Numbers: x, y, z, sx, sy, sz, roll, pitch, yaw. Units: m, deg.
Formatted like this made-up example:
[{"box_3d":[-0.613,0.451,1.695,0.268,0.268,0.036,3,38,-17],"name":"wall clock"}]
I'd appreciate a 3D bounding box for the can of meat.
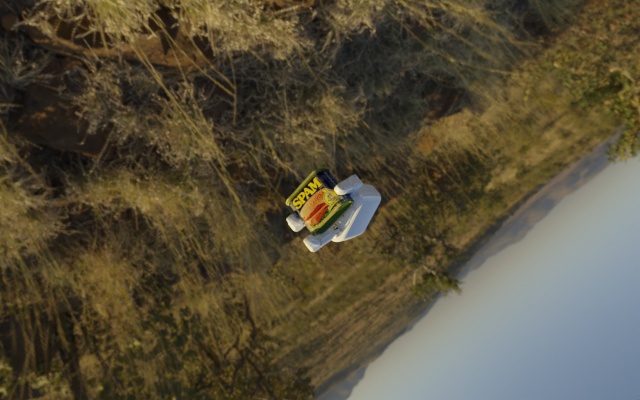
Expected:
[{"box_3d":[0.000,0.003,0.883,0.102,0.084,0.057,-46,-19,20],"name":"can of meat"}]
